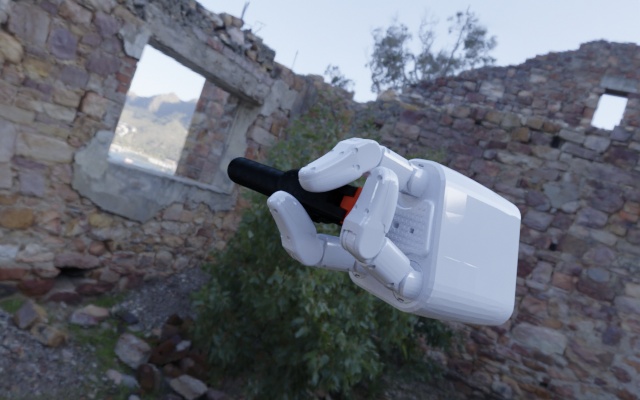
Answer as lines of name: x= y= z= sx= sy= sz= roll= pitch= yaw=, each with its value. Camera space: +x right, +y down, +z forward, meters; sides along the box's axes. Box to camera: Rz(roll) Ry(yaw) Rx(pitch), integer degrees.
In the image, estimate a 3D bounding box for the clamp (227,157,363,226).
clamp: x=0.000 y=0.001 z=0.405 sx=0.120 sy=0.039 sz=0.171 roll=20 pitch=0 yaw=-33
